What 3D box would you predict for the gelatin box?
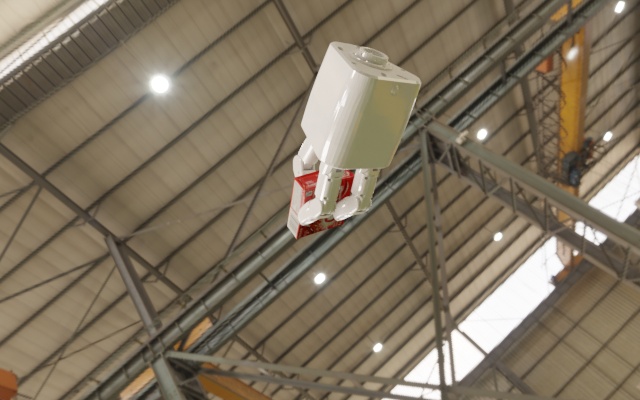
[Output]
[{"bbox_3d":[0.000,0.002,0.608,0.073,0.089,0.030,-16,49,-28],"label":"gelatin box"}]
